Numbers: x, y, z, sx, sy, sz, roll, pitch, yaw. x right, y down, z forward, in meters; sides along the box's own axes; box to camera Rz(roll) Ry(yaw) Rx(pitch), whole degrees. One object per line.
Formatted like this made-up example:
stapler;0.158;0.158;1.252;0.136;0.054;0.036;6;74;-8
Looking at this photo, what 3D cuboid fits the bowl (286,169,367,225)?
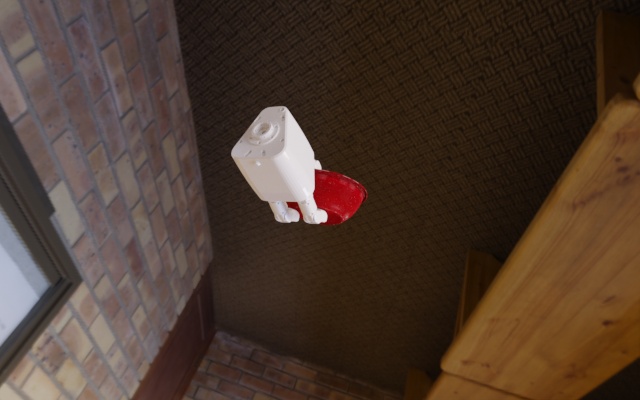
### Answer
bowl;0.001;0.004;0.857;0.162;0.055;0.162;10;-21;4
